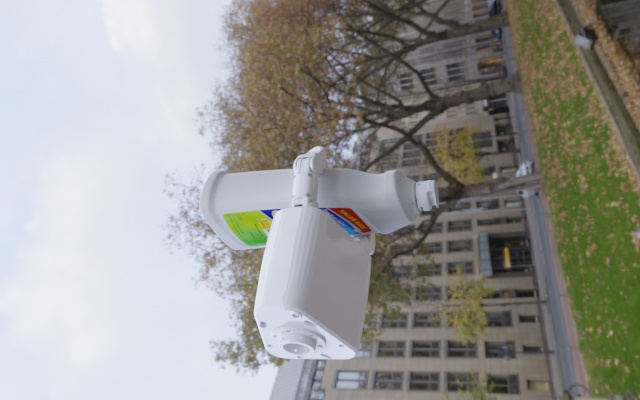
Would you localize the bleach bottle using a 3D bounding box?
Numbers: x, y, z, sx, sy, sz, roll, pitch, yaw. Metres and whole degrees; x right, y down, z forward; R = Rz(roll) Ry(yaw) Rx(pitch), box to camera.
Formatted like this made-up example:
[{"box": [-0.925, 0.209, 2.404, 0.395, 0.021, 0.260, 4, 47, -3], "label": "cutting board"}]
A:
[{"box": [0.000, 0.002, 0.529, 0.251, 0.068, 0.103, -7, -41, 20], "label": "bleach bottle"}]
